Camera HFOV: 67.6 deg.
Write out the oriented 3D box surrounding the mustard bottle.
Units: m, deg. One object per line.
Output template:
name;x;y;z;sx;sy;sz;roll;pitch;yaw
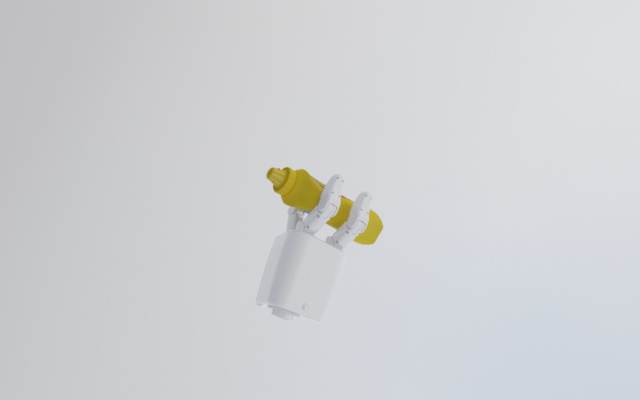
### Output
mustard bottle;0.000;0.002;0.714;0.192;0.058;0.096;29;4;-31
